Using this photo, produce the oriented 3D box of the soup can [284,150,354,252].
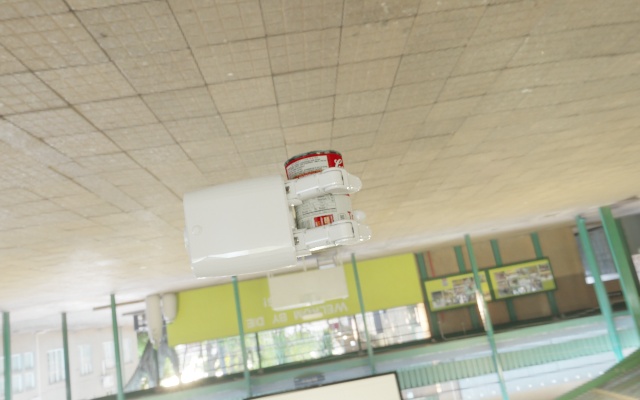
[{"bbox_3d":[0.001,0.002,0.540,0.068,0.102,0.068,-10,-13,-2],"label":"soup can"}]
